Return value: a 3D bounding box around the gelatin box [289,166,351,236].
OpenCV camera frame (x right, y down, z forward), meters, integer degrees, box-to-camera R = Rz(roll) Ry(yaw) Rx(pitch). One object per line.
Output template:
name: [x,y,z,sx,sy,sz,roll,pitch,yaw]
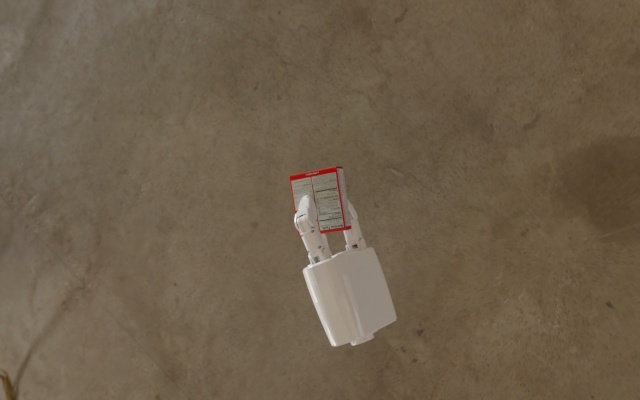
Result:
gelatin box: [0.000,0.002,0.667,0.073,0.089,0.030,-10,-2,23]
